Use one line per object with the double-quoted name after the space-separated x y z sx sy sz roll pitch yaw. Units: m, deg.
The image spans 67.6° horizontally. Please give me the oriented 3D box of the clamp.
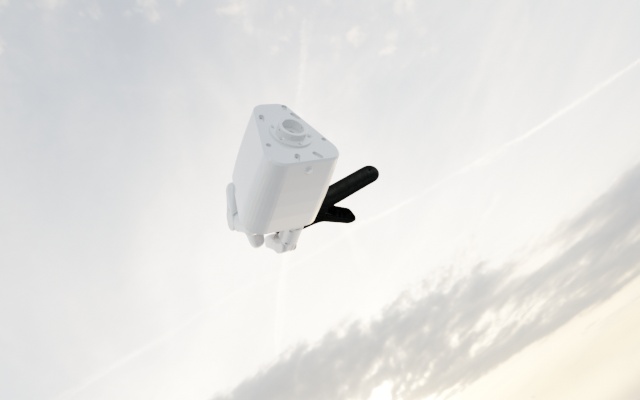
0.000 0.002 0.645 0.171 0.039 0.120 -11 -38 -35 "clamp"
